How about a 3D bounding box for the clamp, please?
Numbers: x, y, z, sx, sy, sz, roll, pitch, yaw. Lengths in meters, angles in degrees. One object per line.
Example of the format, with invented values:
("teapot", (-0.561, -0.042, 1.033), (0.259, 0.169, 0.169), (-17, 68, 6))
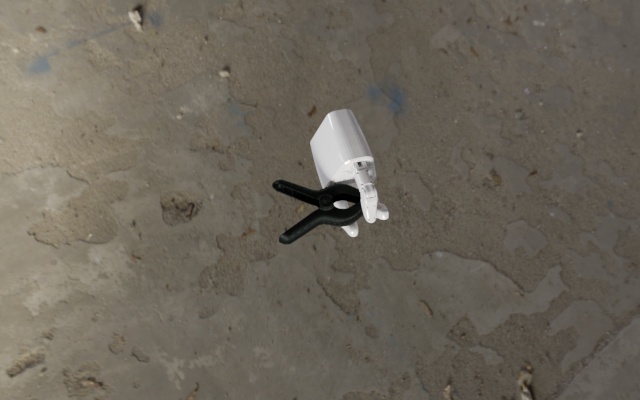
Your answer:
("clamp", (0.000, 0.002, 0.799), (0.171, 0.120, 0.039), (-13, -25, -13))
